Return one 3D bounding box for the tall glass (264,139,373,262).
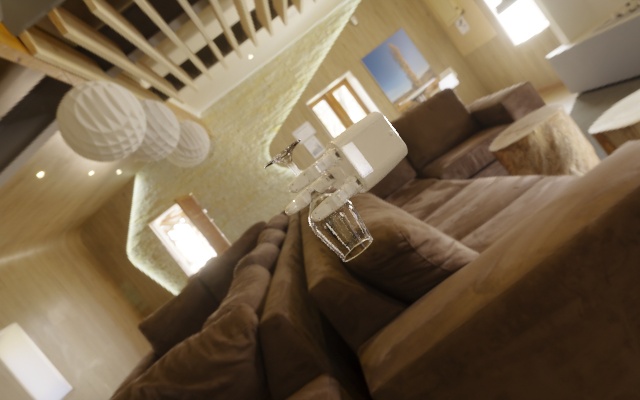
[{"bbox_3d":[0.000,0.002,0.768,0.079,0.201,0.079,-37,4,3],"label":"tall glass"}]
